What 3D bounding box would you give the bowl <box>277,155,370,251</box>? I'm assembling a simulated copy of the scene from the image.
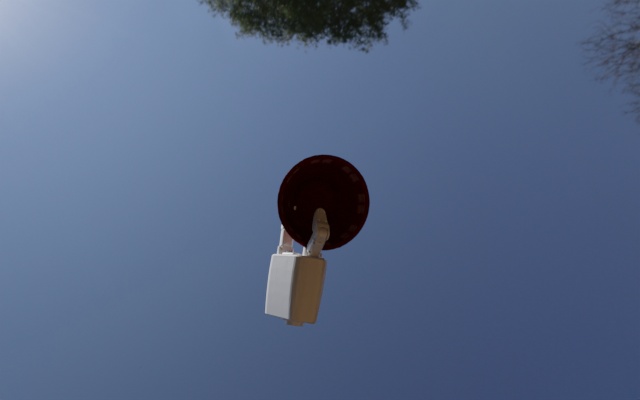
[{"bbox_3d":[0.001,0.001,0.822,0.162,0.162,0.055,0,3,-16],"label":"bowl"}]
